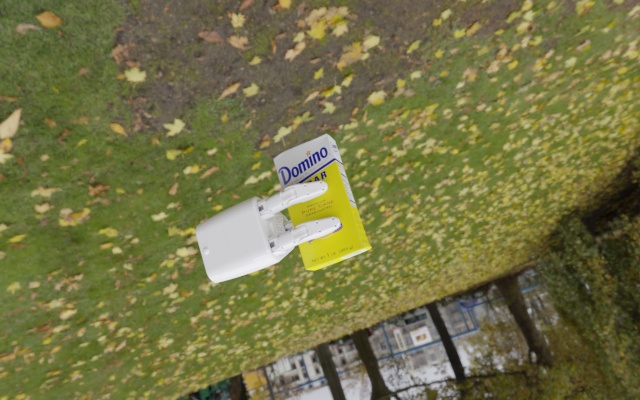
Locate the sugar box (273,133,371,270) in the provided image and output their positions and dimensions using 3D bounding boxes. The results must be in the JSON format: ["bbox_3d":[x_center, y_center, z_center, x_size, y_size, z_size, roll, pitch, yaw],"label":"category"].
[{"bbox_3d":[0.000,0.002,0.688,0.093,0.176,0.048,-22,-13,15],"label":"sugar box"}]
